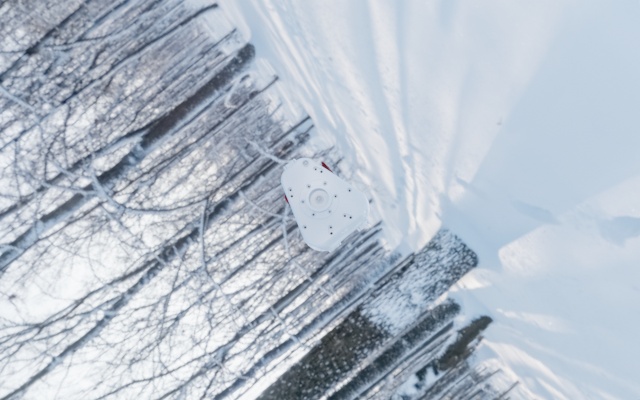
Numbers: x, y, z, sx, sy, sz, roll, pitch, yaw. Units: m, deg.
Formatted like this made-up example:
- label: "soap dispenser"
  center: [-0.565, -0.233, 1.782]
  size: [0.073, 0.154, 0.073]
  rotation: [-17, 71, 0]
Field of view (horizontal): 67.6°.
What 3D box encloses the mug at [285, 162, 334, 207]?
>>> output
- label: "mug"
  center: [0.000, 0.003, 0.752]
  size: [0.081, 0.093, 0.117]
  rotation: [-38, -10, -1]
